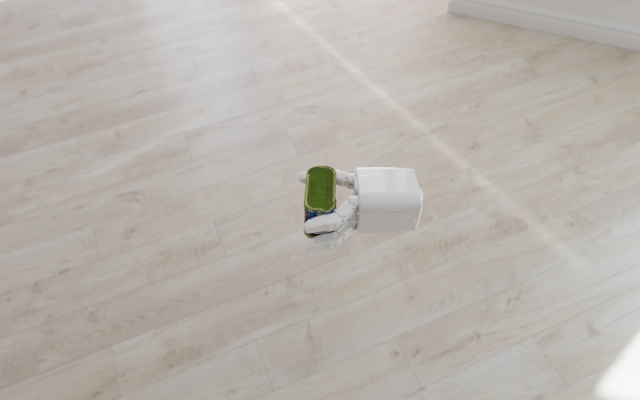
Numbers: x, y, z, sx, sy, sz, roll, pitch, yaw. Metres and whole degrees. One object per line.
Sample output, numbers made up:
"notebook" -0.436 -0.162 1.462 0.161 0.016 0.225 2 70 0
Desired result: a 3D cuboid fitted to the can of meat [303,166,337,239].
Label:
"can of meat" 0.000 0.002 0.826 0.057 0.102 0.084 2 -36 1
